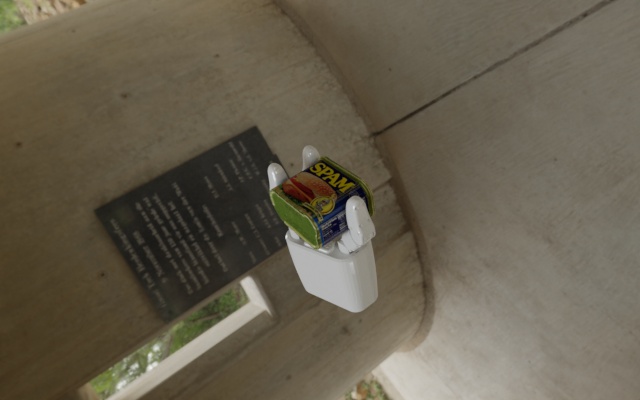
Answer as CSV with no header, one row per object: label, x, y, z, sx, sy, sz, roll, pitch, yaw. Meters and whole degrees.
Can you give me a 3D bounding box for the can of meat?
can of meat,0.000,0.002,0.573,0.084,0.057,0.102,-32,44,-22
